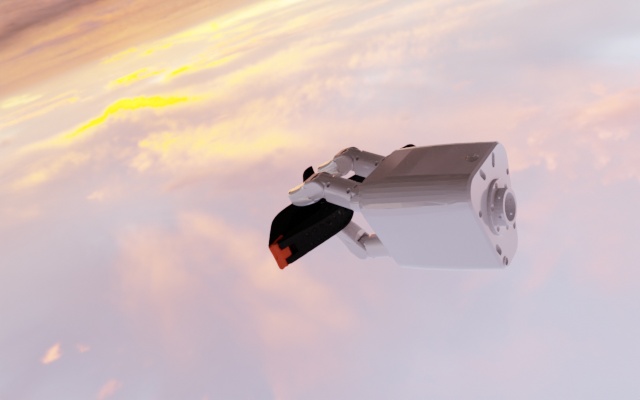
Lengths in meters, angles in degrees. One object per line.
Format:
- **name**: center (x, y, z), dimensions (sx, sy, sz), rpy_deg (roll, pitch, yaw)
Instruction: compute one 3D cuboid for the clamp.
- **clamp**: center (0.000, 0.003, 0.535), dimensions (0.164, 0.036, 0.210), rpy_deg (-7, 27, 43)
